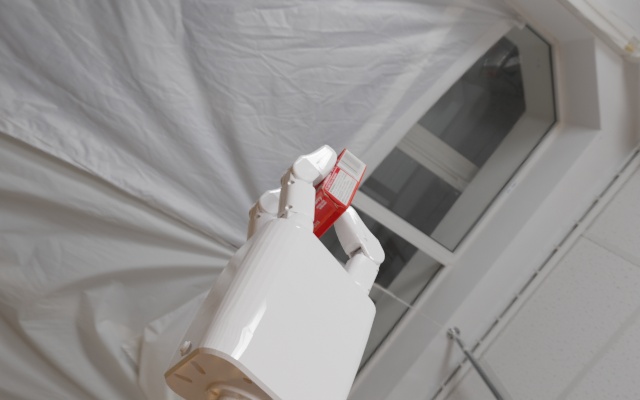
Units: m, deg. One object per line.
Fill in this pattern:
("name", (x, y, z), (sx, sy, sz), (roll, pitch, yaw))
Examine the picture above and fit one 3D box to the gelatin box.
("gelatin box", (0.001, 0.002, 0.423), (0.073, 0.030, 0.089), (-46, 7, 31))
